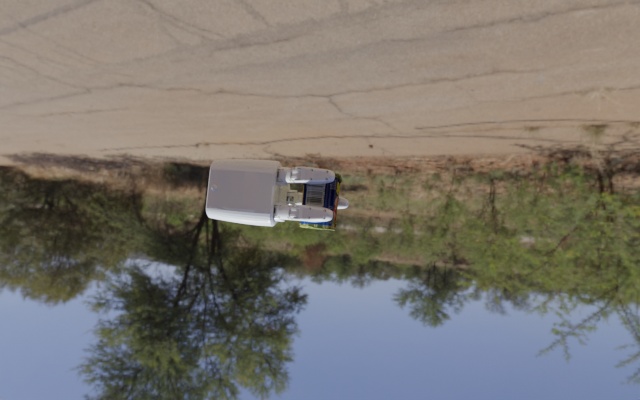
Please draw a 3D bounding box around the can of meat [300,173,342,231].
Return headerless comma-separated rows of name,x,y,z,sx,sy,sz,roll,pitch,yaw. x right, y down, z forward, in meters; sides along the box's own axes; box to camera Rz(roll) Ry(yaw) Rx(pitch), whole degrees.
can of meat,0.000,0.003,0.735,0.057,0.084,0.102,5,-4,5
